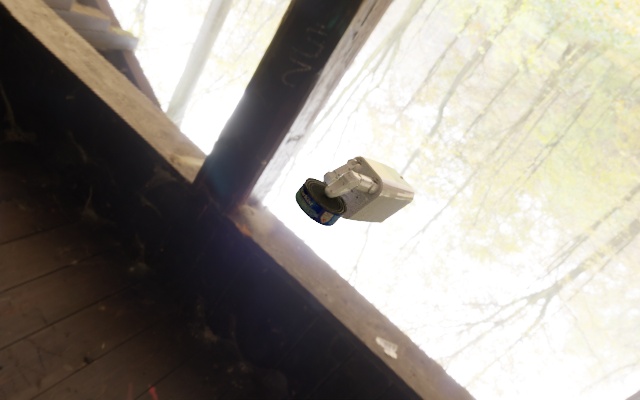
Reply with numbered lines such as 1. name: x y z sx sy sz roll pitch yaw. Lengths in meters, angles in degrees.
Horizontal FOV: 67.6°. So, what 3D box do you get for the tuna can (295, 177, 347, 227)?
1. tuna can: 0.000 0.003 0.787 0.086 0.034 0.086 33 24 -17
